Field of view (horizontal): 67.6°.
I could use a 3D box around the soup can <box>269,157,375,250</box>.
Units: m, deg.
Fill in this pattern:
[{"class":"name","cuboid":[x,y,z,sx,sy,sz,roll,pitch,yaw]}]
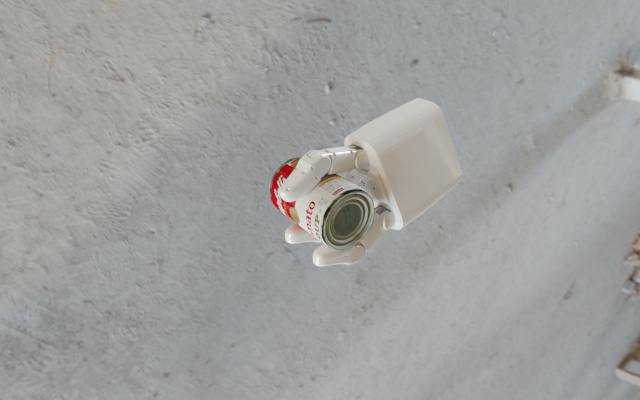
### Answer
[{"class":"soup can","cuboid":[0.000,0.002,0.506,0.068,0.068,0.102,0,22,-39]}]
